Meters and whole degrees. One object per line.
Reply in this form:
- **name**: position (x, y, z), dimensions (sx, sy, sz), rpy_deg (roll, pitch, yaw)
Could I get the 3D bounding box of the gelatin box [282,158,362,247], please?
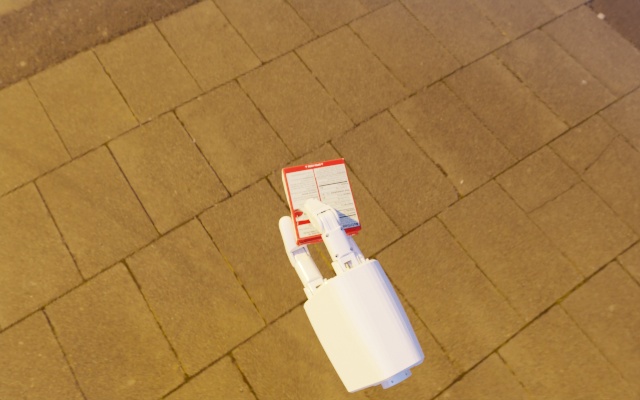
- **gelatin box**: position (0.000, 0.001, 0.544), dimensions (0.073, 0.089, 0.030), rpy_deg (-11, -16, -9)
